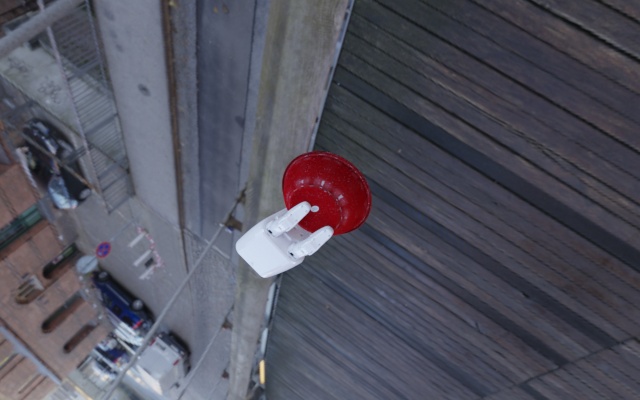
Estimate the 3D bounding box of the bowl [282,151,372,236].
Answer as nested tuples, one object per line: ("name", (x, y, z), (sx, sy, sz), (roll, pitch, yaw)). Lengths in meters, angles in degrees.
("bowl", (0.001, 0.002, 0.786), (0.162, 0.162, 0.055), (0, 30, 23))
